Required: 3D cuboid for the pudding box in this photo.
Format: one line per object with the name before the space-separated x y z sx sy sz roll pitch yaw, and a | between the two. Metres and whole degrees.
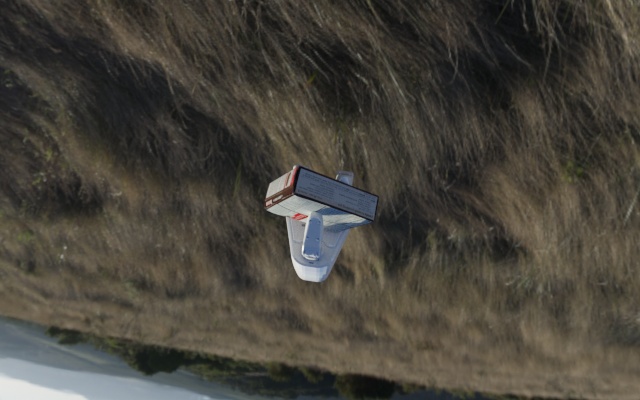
pudding box | 0.000 0.002 0.581 0.113 0.039 0.090 18 -21 -24
